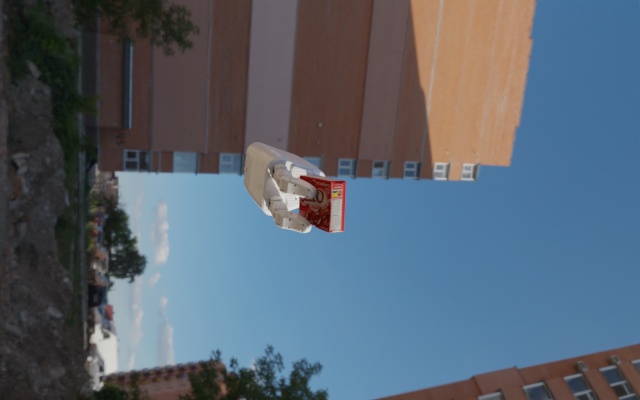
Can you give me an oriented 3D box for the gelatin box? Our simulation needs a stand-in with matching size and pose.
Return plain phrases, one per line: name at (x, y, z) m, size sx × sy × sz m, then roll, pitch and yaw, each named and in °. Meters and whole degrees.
gelatin box at (0.001, 0.002, 0.700) m, size 0.030 × 0.073 × 0.089 m, roll -4°, pitch 11°, yaw -33°
